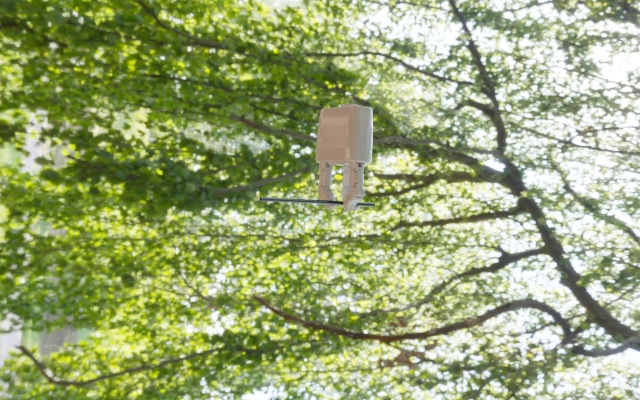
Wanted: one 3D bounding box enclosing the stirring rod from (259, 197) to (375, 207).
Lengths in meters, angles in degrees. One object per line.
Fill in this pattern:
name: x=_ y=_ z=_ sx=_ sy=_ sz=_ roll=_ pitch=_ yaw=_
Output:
stirring rod: x=0.000 y=0.003 z=0.899 sx=0.239 sy=0.011 sz=0.011 roll=3 pitch=-1 yaw=-27
